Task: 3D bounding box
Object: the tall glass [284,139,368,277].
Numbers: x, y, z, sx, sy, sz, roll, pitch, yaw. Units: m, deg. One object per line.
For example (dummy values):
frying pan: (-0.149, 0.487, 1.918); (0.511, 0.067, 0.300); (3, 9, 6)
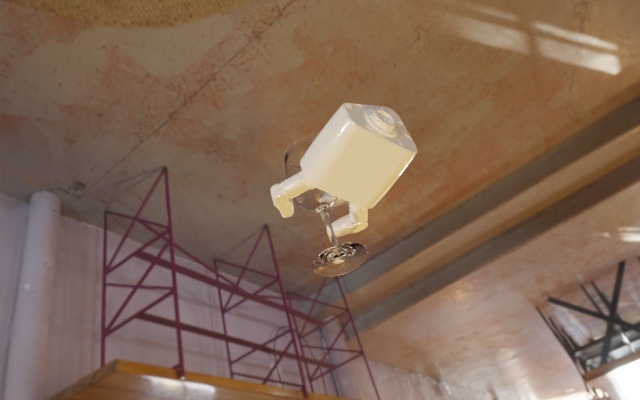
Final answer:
tall glass: (0.000, 0.003, 0.673); (0.079, 0.201, 0.079); (-12, -38, -10)
